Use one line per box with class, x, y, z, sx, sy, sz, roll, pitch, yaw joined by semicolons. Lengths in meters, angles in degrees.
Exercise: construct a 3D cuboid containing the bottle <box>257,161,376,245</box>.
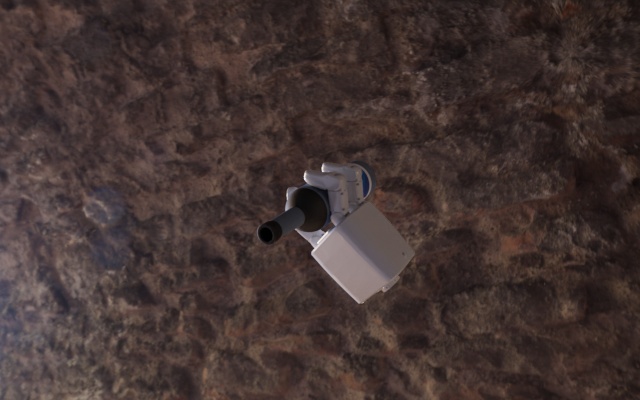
bottle;0.000;0.002;0.705;0.069;0.069;0.295;0;15;28
